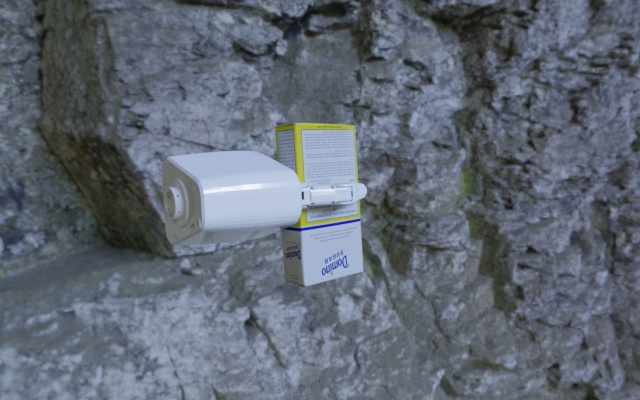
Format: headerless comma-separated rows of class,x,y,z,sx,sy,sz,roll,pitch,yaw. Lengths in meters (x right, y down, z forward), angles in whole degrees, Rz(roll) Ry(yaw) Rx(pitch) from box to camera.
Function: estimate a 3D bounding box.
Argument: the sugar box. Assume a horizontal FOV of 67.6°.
sugar box,0.000,0.002,0.548,0.093,0.176,0.048,-6,7,-39
